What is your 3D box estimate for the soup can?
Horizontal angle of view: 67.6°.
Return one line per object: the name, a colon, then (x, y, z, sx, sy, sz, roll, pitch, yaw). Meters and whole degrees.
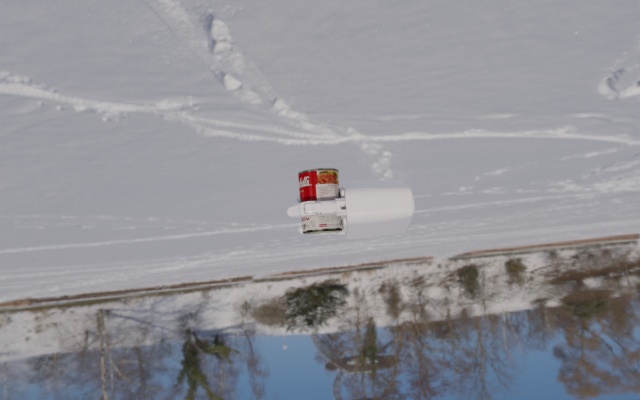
soup can: (0.000, 0.003, 0.790, 0.068, 0.102, 0.068, -4, -7, -1)
